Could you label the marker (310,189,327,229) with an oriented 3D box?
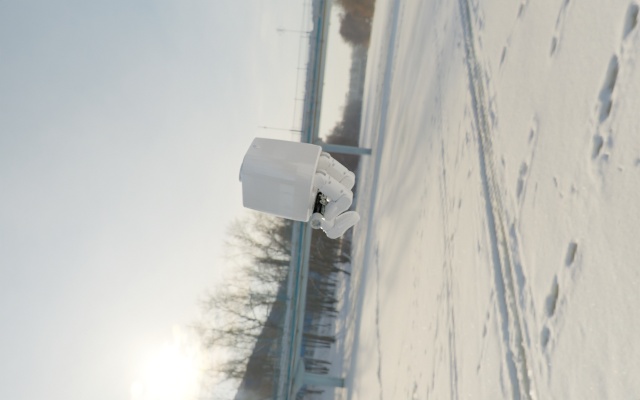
[{"bbox_3d":[0.000,0.002,0.736,0.020,0.020,0.121,0,31,8],"label":"marker"}]
